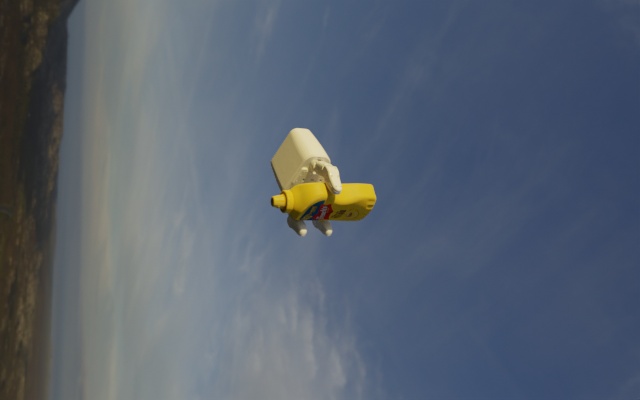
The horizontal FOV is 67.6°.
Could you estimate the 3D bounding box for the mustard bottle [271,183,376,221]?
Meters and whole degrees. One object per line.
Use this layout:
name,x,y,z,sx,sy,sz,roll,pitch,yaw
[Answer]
mustard bottle,0.000,0.003,0.881,0.191,0.058,0.096,1,-28,-27
